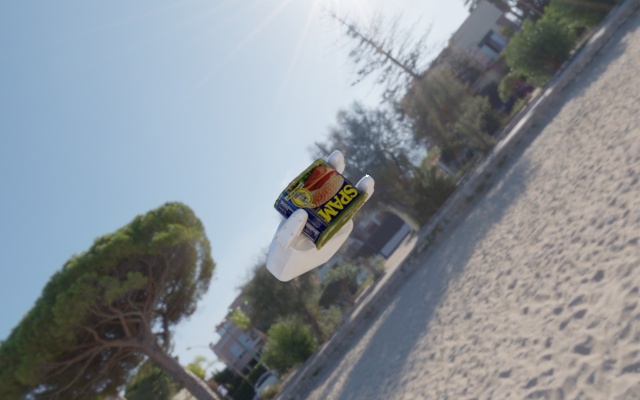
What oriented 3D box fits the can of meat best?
[{"bbox_3d":[0.000,0.002,0.642,0.102,0.084,0.057,-43,-12,-34],"label":"can of meat"}]
